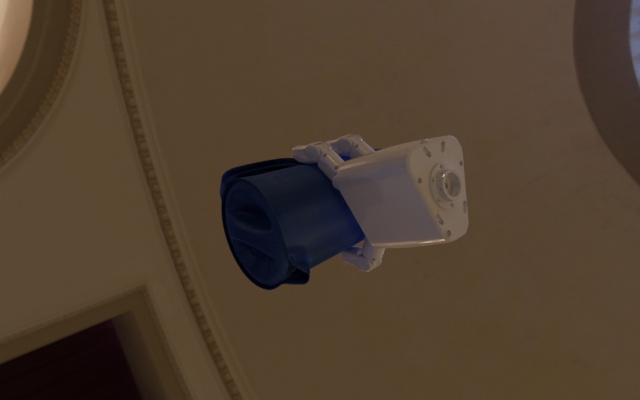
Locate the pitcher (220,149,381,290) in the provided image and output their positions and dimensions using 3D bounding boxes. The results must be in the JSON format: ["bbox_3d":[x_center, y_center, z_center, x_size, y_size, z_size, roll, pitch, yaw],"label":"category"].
[{"bbox_3d":[0.000,0.002,0.617,0.243,0.149,0.145,-20,5,-37],"label":"pitcher"}]
